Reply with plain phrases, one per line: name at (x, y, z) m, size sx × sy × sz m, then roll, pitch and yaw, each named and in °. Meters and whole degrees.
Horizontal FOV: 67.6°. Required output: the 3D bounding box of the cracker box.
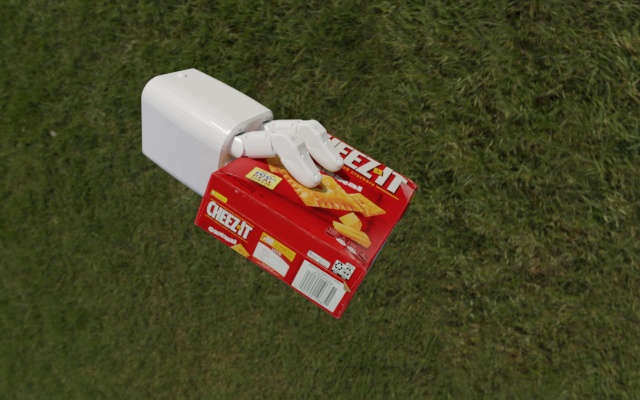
cracker box at (0.000, 0.002, 0.509) m, size 0.164 × 0.072 × 0.213 m, roll 32°, pitch 31°, yaw 9°
